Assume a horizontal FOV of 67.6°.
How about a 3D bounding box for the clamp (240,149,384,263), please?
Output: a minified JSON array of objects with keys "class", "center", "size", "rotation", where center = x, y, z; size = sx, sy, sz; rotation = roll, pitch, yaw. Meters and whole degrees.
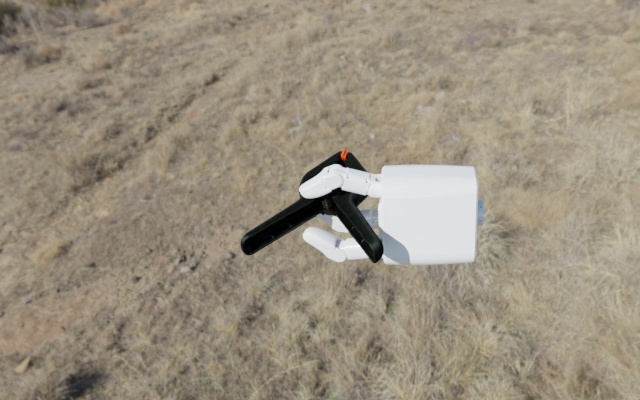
[{"class":"clamp","center":[0.000,0.001,0.593],"size":[0.164,0.036,0.209],"rotation":[-2,36,12]}]
